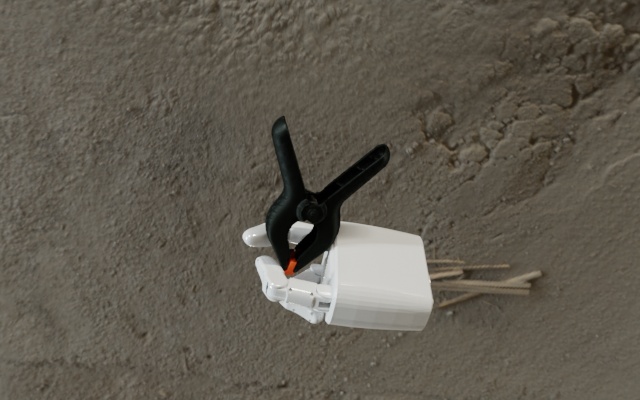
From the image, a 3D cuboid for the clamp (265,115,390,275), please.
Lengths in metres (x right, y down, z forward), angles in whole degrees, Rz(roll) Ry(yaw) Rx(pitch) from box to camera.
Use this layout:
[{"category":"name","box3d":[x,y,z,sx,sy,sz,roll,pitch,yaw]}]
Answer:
[{"category":"clamp","box3d":[0.000,0.002,0.492,0.120,0.171,0.039,8,29,-7]}]
